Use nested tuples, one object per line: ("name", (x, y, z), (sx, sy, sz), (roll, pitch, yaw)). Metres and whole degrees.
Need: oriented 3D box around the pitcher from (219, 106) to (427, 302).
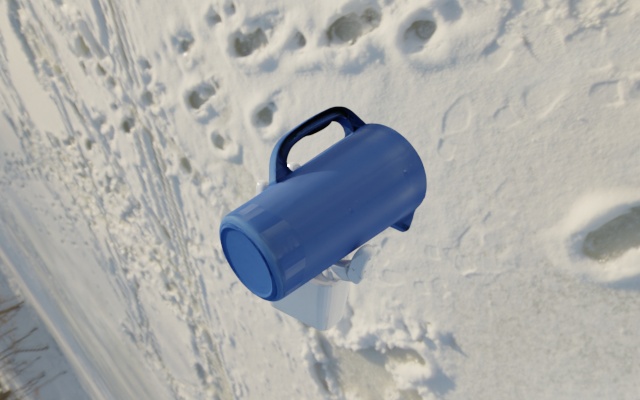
("pitcher", (0.000, 0.002, 0.569), (0.149, 0.145, 0.242), (36, 51, 29))
